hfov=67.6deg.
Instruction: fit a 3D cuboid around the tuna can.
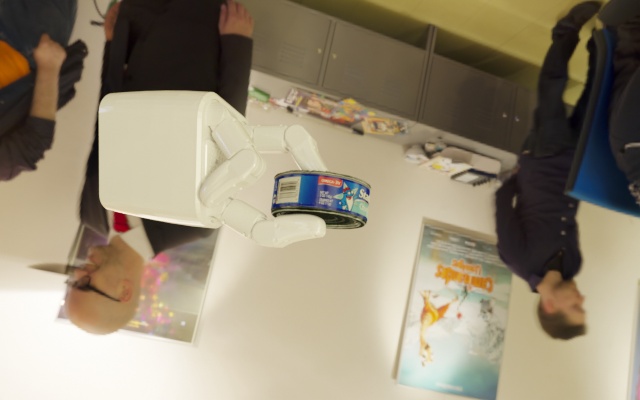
[{"bbox_3d":[0.000,0.002,0.417,0.086,0.033,0.086,6,-12,1],"label":"tuna can"}]
